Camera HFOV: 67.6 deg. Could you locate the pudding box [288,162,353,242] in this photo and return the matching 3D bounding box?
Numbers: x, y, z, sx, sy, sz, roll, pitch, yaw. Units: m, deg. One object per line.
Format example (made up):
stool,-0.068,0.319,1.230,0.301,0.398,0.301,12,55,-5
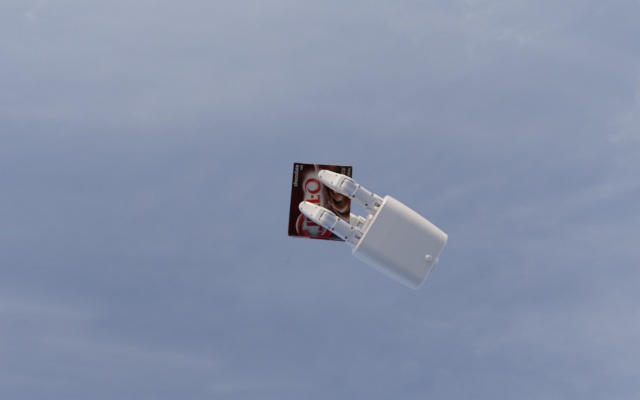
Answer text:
pudding box,0.000,0.002,0.719,0.090,0.113,0.039,4,-10,1
